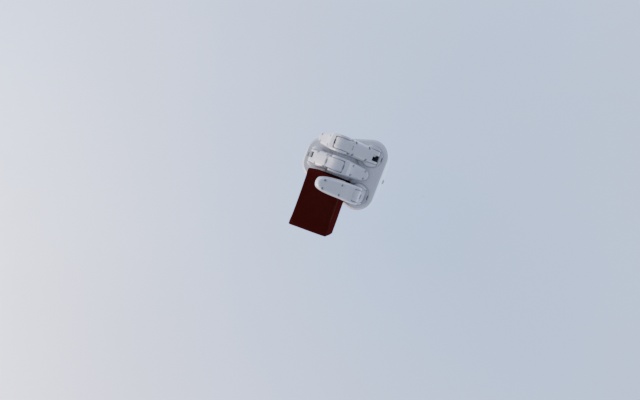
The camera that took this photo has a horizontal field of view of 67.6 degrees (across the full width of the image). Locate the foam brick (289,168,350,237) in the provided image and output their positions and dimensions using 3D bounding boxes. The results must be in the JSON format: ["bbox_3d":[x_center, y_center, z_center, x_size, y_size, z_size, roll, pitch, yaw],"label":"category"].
[{"bbox_3d":[0.000,0.002,0.629,0.053,0.078,0.051,21,5,10],"label":"foam brick"}]
